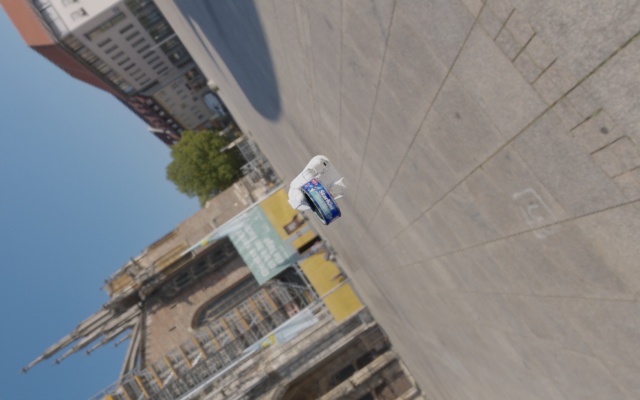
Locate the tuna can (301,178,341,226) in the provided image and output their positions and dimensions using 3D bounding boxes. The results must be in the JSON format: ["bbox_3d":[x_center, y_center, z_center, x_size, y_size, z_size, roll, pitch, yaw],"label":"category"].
[{"bbox_3d":[0.000,0.003,0.870,0.034,0.086,0.086,-34,6,-9],"label":"tuna can"}]
